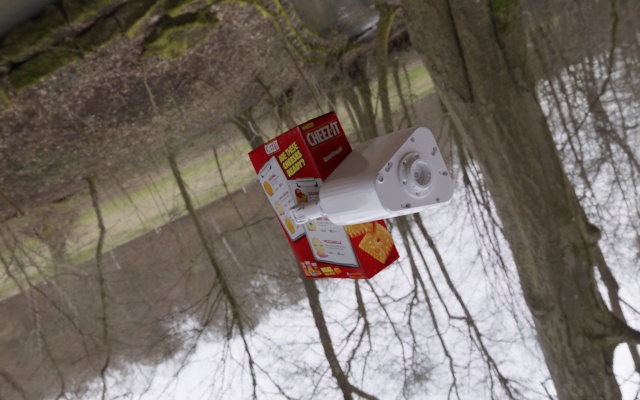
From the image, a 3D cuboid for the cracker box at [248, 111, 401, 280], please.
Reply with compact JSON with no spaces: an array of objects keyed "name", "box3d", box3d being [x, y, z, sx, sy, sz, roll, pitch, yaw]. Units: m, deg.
[{"name":"cracker box","box3d":[0.000,0.002,0.670,0.072,0.214,0.164,-28,8,-31]}]
